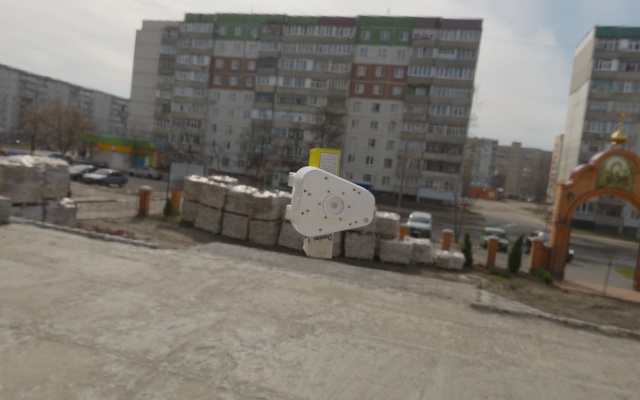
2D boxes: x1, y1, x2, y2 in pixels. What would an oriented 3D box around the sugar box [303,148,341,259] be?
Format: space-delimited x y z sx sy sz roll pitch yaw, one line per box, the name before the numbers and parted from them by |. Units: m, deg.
sugar box | 0.000 0.002 0.800 0.048 0.176 0.093 7 3 -8
